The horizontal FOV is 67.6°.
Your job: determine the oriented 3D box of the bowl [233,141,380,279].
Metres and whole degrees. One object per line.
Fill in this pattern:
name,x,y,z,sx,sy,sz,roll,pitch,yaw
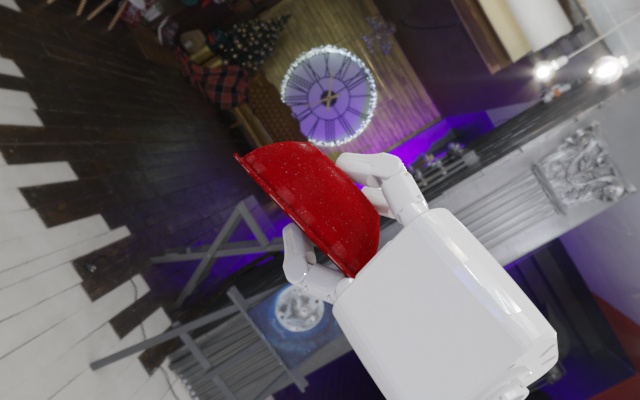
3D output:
bowl,0.000,0.000,0.414,0.055,0.162,0.162,-44,2,-3
